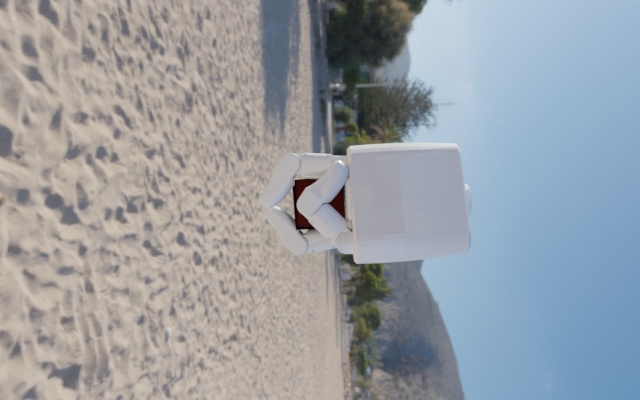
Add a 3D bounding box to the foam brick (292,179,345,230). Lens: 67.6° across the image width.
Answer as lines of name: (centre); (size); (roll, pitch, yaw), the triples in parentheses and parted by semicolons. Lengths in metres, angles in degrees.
foam brick: (0.000, 0.002, 0.513); (0.051, 0.053, 0.078); (-4, 3, 2)
